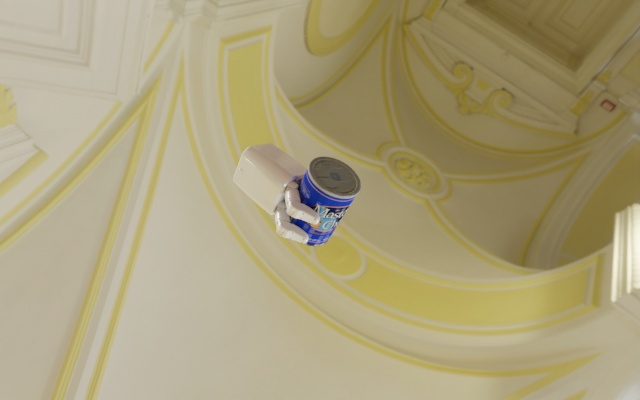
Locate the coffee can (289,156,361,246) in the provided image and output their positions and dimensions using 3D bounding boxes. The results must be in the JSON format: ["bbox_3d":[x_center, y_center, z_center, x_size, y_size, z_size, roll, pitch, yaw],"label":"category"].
[{"bbox_3d":[0.000,0.003,0.897,0.103,0.102,0.140,0,-43,-32],"label":"coffee can"}]
